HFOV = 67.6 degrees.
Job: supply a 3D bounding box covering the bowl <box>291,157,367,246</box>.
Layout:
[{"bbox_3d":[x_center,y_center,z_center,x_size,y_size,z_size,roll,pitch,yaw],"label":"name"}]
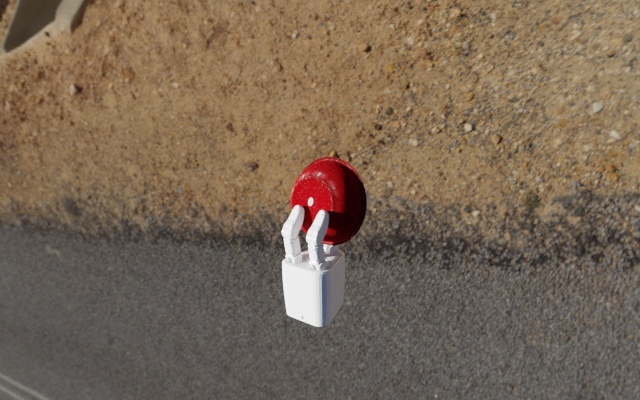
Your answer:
[{"bbox_3d":[0.000,0.001,0.845,0.162,0.162,0.055,0,3,37],"label":"bowl"}]
